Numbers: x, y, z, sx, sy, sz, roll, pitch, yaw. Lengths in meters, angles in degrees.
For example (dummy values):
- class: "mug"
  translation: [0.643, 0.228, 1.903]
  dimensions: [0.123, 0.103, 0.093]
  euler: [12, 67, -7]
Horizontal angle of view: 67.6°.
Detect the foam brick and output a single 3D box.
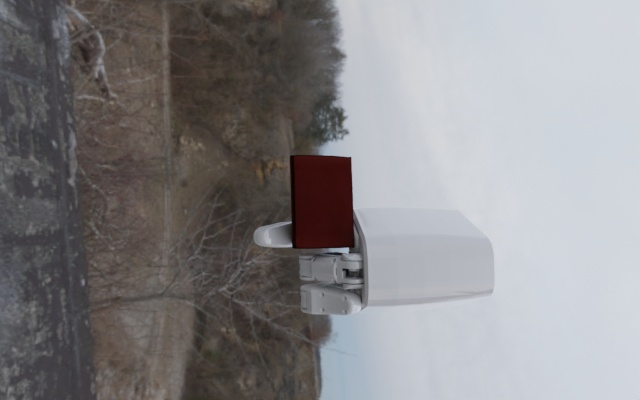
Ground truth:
- class: "foam brick"
  translation: [0.000, 0.001, 0.415]
  dimensions: [0.051, 0.078, 0.053]
  euler: [-2, 0, -3]
